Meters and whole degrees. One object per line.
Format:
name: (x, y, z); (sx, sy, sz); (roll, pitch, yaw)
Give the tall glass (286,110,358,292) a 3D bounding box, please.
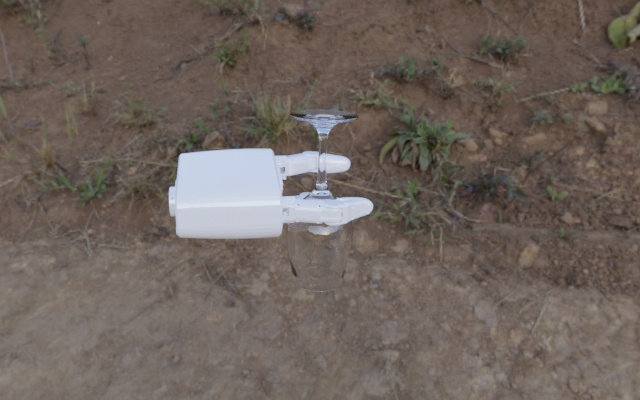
tall glass: (0.000, 0.001, 0.547); (0.079, 0.201, 0.079); (2, 19, -1)
